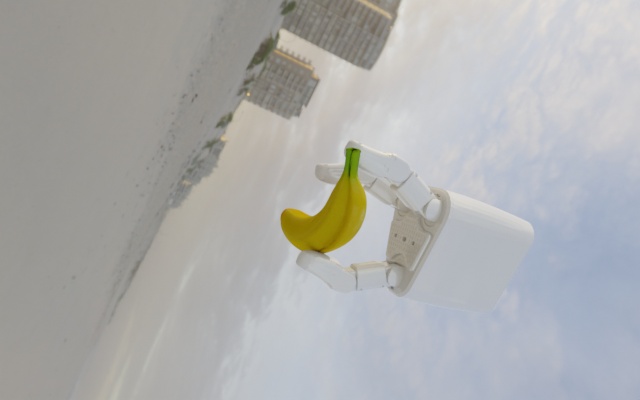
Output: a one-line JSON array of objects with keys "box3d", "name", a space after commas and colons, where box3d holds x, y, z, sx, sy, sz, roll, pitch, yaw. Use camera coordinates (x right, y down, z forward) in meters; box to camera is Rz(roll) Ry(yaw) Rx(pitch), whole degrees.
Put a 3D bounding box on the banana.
[{"box3d": [0.000, 0.018, 0.456, 0.037, 0.069, 0.198, 11, -21, -20], "name": "banana"}]
